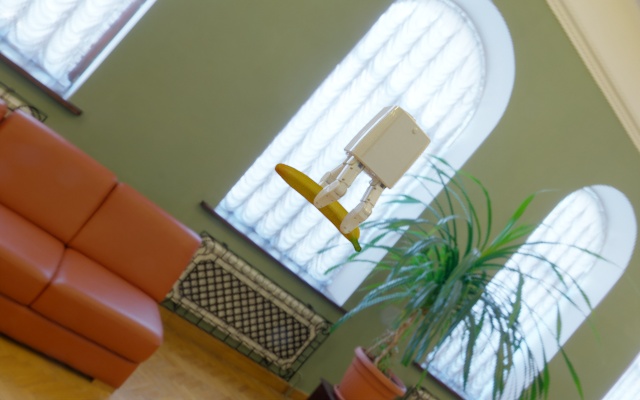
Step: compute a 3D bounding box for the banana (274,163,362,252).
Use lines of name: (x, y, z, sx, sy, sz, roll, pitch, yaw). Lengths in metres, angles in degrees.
banana: (0.003, 0.003, 0.808, 0.198, 0.037, 0.069, 43, 6, -2)
